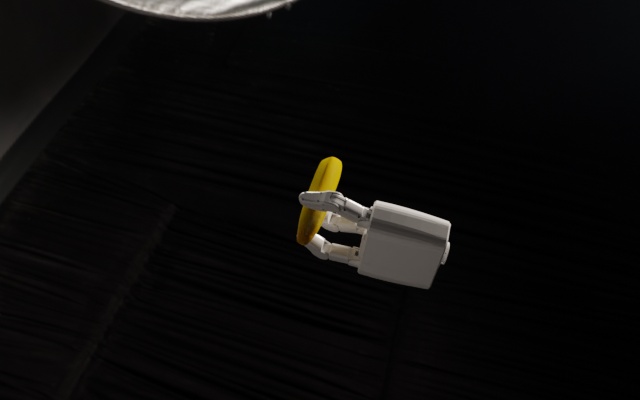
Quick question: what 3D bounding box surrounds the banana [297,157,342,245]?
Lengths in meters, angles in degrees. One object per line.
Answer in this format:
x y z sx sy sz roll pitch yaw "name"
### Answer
0.004 -0.015 0.712 0.037 0.070 0.197 15 35 4 "banana"
